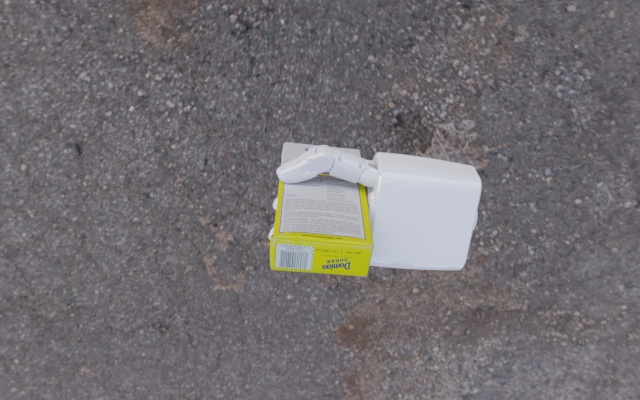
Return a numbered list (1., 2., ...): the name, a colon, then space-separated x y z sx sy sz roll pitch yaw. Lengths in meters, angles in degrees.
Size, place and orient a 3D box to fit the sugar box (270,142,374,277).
1. sugar box: 0.000 0.002 0.501 0.093 0.048 0.176 6 33 -3
